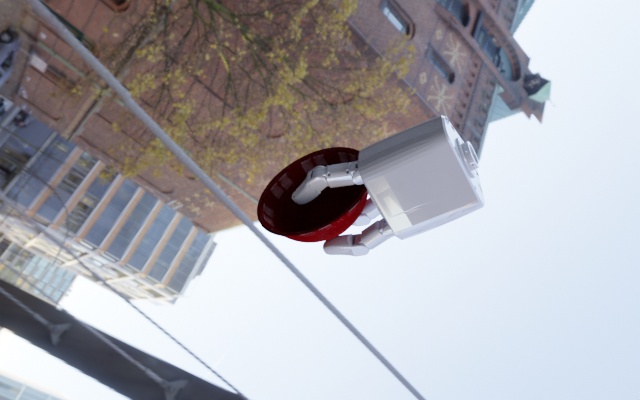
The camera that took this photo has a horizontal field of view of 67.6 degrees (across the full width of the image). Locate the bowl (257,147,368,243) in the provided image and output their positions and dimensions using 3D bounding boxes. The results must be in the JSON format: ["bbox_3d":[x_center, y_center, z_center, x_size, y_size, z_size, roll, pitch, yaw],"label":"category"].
[{"bbox_3d":[-0.001,0.002,0.625,0.162,0.162,0.055,0,-44,33],"label":"bowl"}]
